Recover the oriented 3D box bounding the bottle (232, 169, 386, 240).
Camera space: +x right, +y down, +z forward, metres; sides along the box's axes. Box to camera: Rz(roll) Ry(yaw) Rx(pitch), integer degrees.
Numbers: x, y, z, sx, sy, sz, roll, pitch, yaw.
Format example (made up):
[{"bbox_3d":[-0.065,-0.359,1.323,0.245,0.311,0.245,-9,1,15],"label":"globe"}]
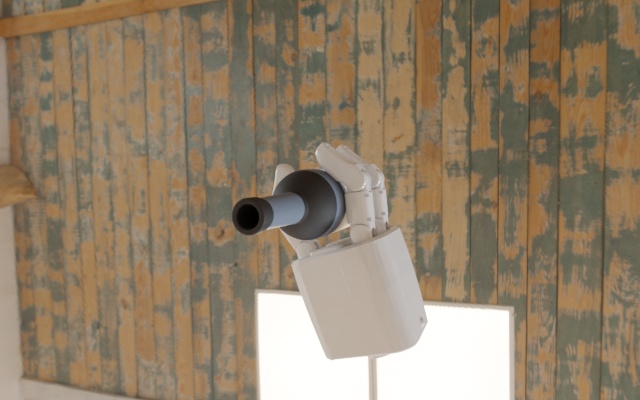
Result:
[{"bbox_3d":[0.000,0.001,0.480,0.069,0.069,0.295,0,4,21],"label":"bottle"}]
